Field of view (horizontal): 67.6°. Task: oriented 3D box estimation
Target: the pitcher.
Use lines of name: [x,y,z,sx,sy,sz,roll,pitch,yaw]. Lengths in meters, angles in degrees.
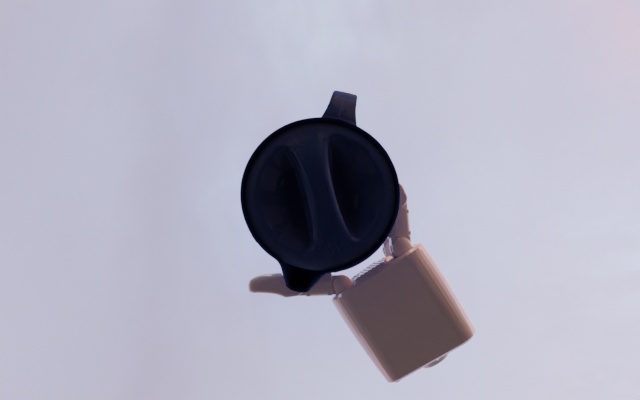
pitcher: [0.000,0.002,0.511,0.149,0.145,0.243,-32,-6,-6]
